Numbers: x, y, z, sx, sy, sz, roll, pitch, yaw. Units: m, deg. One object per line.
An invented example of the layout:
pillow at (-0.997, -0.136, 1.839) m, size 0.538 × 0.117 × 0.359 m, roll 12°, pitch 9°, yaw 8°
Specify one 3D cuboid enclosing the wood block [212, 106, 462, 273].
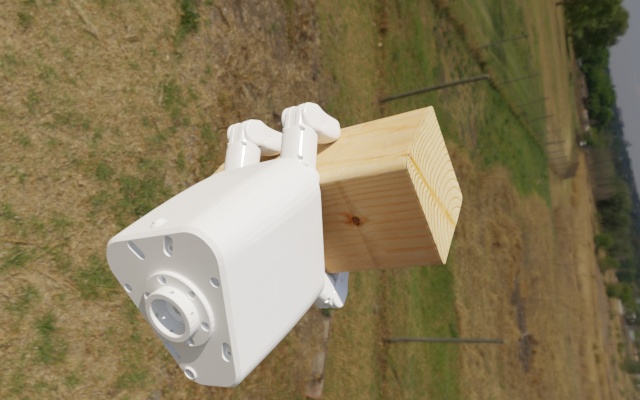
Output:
wood block at (0.000, 0.002, 0.404) m, size 0.206 × 0.091 × 0.090 m, roll -9°, pitch 30°, yaw 31°
